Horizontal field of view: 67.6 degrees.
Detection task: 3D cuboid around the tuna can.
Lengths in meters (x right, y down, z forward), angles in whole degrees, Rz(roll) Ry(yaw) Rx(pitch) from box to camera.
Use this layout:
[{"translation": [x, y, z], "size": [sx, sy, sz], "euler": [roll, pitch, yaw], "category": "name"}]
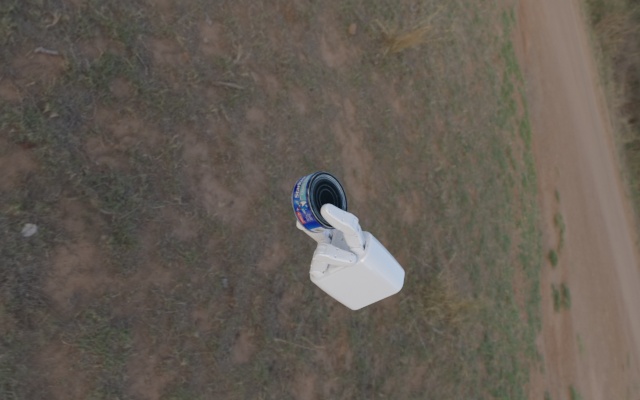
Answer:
[{"translation": [0.000, 0.002, 0.686], "size": [0.034, 0.086, 0.086], "euler": [-16, -11, 41], "category": "tuna can"}]
